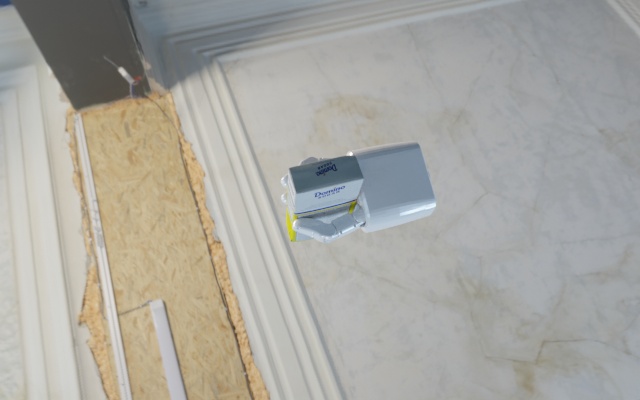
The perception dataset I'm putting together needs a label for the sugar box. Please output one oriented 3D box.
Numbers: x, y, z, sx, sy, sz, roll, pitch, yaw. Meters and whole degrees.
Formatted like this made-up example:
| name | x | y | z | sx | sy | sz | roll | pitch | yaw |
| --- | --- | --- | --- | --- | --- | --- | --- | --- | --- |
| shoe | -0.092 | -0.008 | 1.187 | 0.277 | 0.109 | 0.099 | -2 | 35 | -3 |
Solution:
| name | x | y | z | sx | sy | sz | roll | pitch | yaw |
| --- | --- | --- | --- | --- | --- | --- | --- | --- | --- |
| sugar box | 0.000 | 0.002 | 0.680 | 0.093 | 0.048 | 0.176 | -13 | -26 | -12 |
